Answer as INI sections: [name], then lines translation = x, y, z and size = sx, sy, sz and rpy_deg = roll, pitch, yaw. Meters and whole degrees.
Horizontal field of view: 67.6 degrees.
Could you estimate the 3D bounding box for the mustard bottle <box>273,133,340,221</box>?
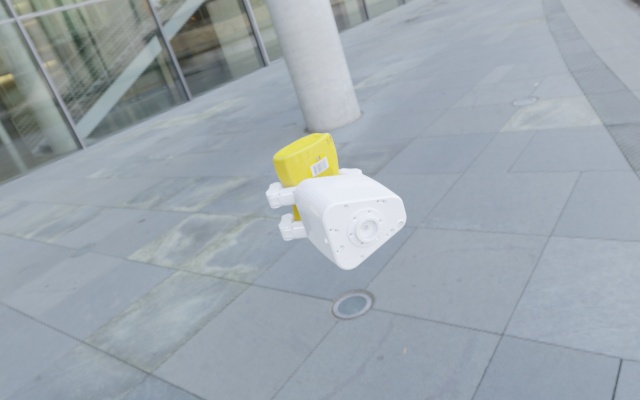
[mustard bottle]
translation = 0.000, 0.002, 0.721
size = 0.058, 0.192, 0.096
rpy_deg = 7, 34, 47
